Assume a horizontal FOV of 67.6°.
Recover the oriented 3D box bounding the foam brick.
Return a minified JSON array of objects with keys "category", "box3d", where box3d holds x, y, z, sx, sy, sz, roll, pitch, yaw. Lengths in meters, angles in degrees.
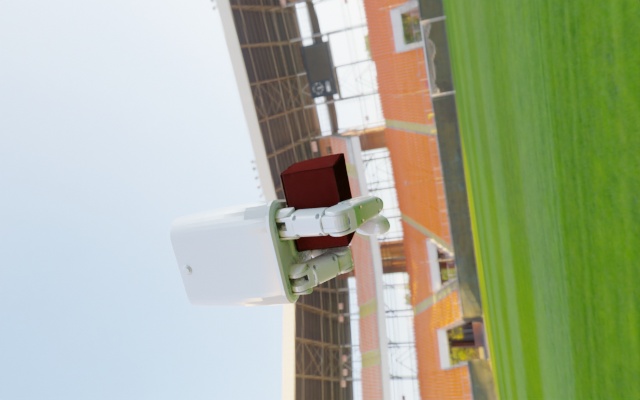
[{"category":"foam brick","box3d":[0.000,0.001,0.449,0.051,0.078,0.053,-7,15,16]}]
